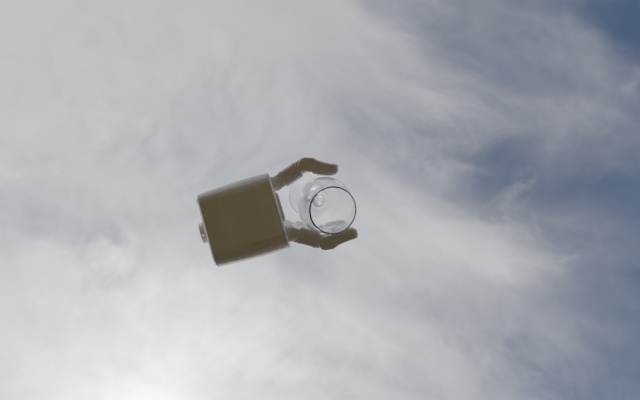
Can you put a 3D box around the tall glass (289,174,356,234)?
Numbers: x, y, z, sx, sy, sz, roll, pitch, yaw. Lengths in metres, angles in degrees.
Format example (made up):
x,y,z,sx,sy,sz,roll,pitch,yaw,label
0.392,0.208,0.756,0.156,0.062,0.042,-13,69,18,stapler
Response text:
x,y,z,sx,sy,sz,roll,pitch,yaw,label
0.000,0.002,0.702,0.079,0.079,0.201,0,6,-10,tall glass
